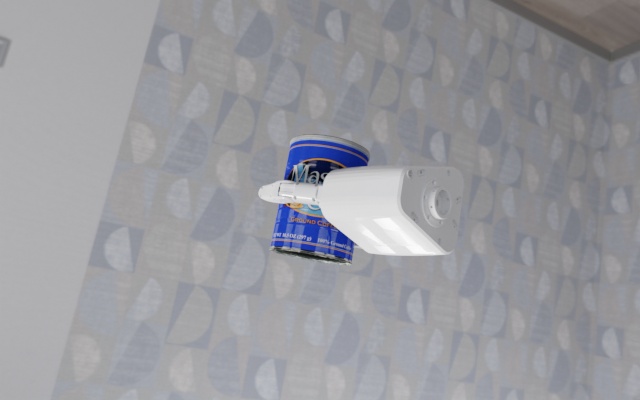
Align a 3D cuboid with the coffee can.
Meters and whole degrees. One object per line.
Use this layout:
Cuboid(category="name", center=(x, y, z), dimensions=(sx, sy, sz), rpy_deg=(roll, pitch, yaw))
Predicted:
Cuboid(category="coffee can", center=(0.000, 0.002, 0.592), dimensions=(0.103, 0.140, 0.103), rpy_deg=(10, -11, 2))
